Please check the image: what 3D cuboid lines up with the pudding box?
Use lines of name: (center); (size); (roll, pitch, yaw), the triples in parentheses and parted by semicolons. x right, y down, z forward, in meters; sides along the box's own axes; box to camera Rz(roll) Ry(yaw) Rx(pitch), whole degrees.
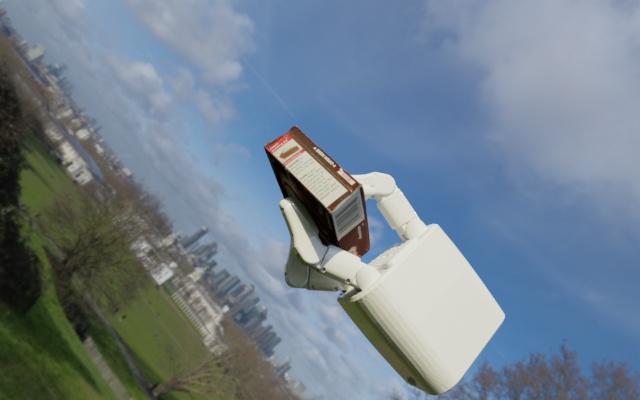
pudding box: (0.000, 0.001, 0.423); (0.039, 0.090, 0.114); (-37, -30, -16)
